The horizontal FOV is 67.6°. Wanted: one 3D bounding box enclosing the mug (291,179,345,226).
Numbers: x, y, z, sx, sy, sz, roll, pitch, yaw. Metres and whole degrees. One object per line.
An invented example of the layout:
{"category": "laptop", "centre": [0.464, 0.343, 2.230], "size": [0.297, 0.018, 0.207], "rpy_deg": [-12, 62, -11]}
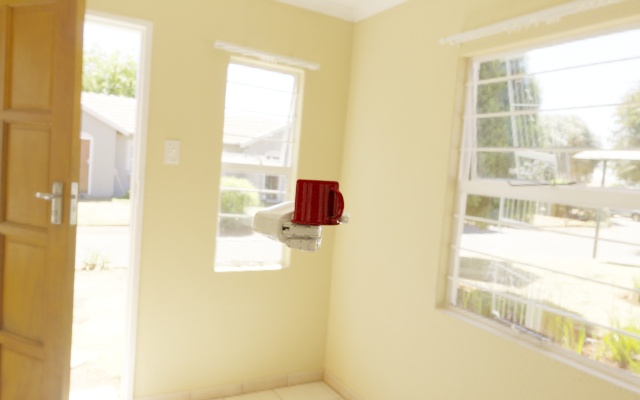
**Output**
{"category": "mug", "centre": [0.001, 0.003, 0.884], "size": [0.093, 0.081, 0.117], "rpy_deg": [2, 3, -39]}
